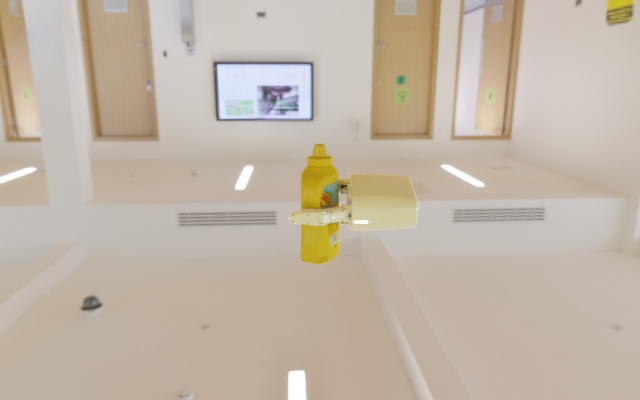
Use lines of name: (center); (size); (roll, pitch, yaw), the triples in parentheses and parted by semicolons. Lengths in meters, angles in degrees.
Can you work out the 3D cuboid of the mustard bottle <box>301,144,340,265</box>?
mustard bottle: (0.000, 0.003, 0.793); (0.058, 0.192, 0.096); (7, 16, 24)
